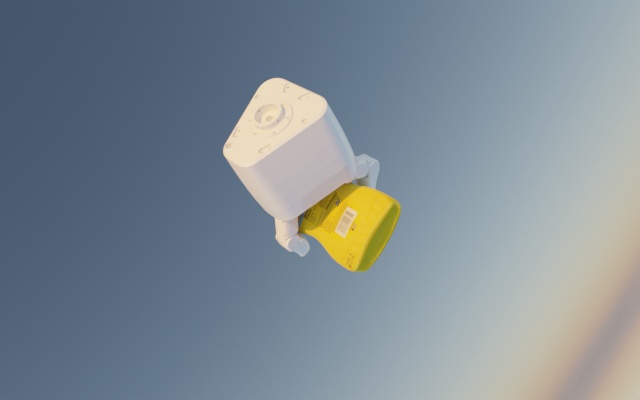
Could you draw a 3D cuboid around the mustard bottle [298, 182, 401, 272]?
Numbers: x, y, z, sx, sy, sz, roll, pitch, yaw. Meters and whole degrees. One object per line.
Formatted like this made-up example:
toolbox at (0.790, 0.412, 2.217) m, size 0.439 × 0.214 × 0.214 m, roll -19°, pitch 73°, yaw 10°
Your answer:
mustard bottle at (0.000, 0.002, 0.595) m, size 0.191 × 0.096 × 0.058 m, roll 32°, pitch 10°, yaw 33°
